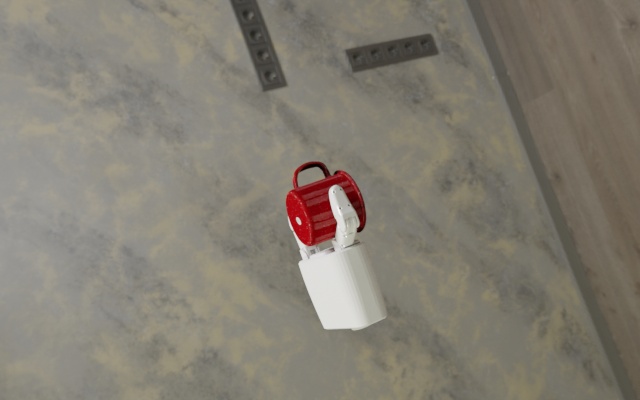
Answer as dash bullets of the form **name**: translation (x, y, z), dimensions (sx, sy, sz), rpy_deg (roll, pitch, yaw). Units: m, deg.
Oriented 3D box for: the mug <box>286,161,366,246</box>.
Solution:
- **mug**: translation (-0.001, 0.001, 0.659), dimensions (0.081, 0.117, 0.093), rpy_deg (-19, -4, -21)
